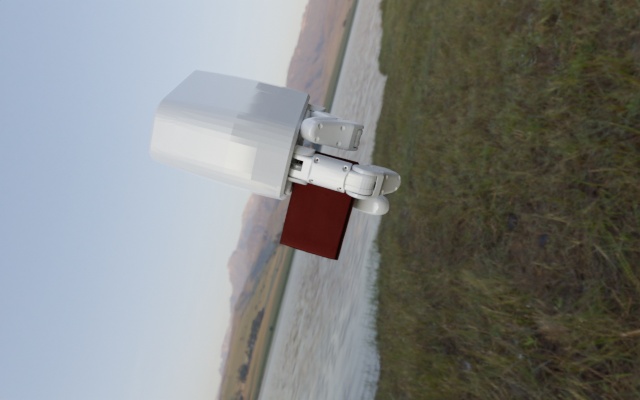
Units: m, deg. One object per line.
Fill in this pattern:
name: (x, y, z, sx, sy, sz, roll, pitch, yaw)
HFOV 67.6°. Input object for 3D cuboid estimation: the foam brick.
foam brick: (0.000, 0.002, 0.409, 0.051, 0.078, 0.053, 14, 15, -2)
